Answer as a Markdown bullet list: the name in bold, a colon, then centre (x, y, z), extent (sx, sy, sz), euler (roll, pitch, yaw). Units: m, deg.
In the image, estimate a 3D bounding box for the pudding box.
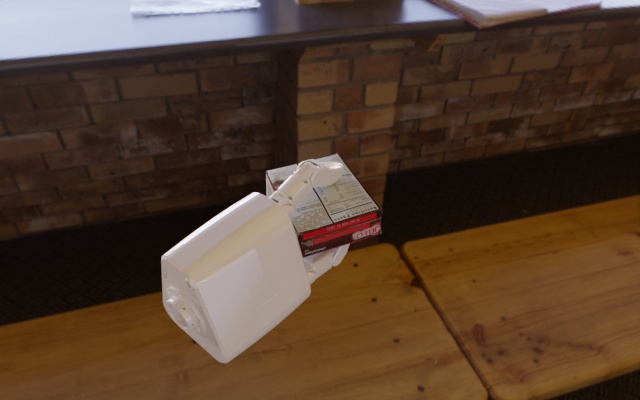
- **pudding box**: centre (0.000, 0.002, 0.497), extent (0.090, 0.039, 0.113), euler (-15, 43, -16)
